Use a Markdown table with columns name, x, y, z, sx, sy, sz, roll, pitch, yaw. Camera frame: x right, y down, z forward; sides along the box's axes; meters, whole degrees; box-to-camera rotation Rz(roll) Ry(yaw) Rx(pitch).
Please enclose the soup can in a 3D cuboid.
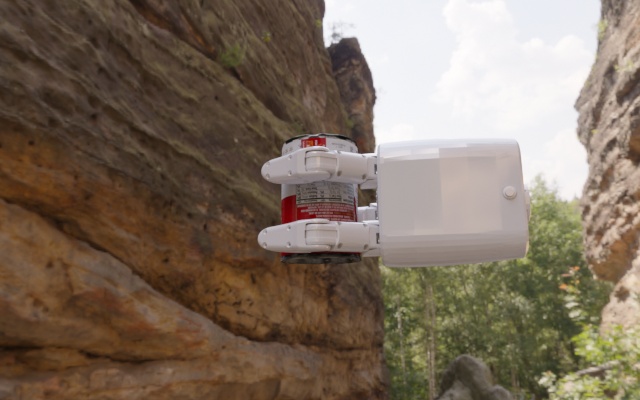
| name | x | y | z | sx | sy | sz | roll | pitch | yaw |
| --- | --- | --- | --- | --- | --- | --- | --- | --- | --- |
| soup can | 0.000 | 0.001 | 0.409 | 0.068 | 0.102 | 0.068 | -1 | -11 | 0 |
